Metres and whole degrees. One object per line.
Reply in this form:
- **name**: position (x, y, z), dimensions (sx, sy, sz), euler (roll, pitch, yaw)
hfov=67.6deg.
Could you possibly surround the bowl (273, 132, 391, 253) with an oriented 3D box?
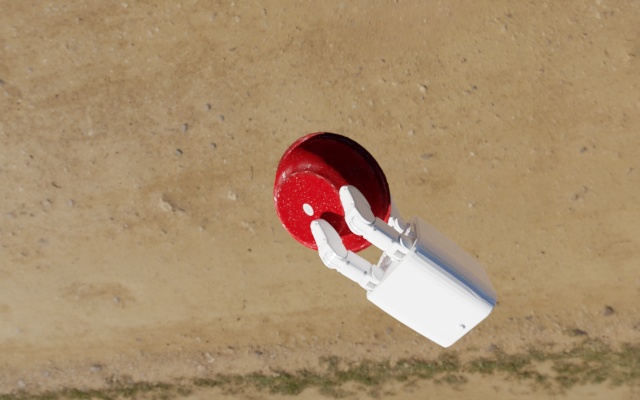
- **bowl**: position (-0.001, 0.001, 0.576), dimensions (0.162, 0.162, 0.055), euler (0, 19, 30)
